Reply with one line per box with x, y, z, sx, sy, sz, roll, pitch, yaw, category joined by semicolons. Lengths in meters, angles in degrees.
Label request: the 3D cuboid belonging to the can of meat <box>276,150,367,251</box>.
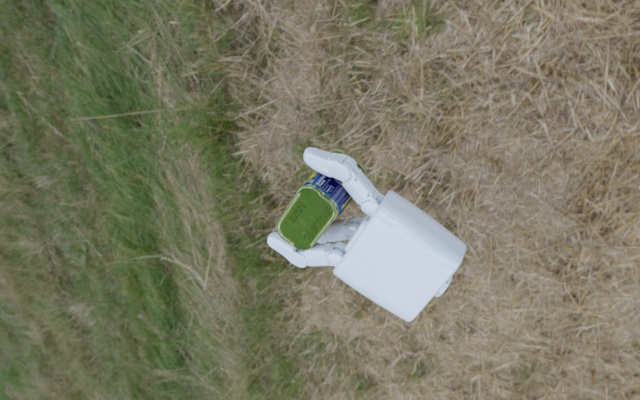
0.000;0.002;0.568;0.084;0.057;0.102;-51;-3;-47;can of meat
